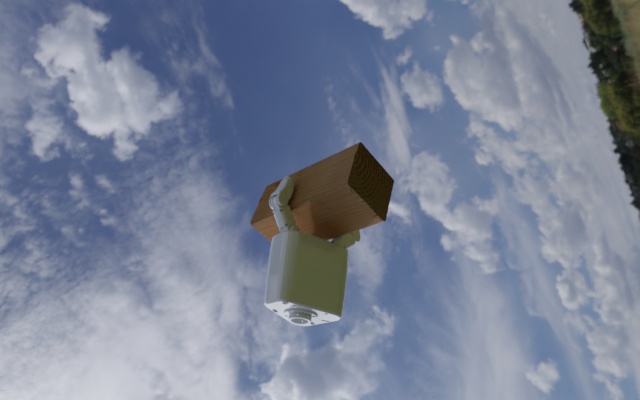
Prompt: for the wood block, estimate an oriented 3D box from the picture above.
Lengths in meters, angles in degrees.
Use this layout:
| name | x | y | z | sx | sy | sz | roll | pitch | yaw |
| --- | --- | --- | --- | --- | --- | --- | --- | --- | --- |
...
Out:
| name | x | y | z | sx | sy | sz | roll | pitch | yaw |
| --- | --- | --- | --- | --- | --- | --- | --- | --- | --- |
| wood block | 0.000 | 0.003 | 0.746 | 0.206 | 0.090 | 0.091 | -22 | -55 | 38 |
